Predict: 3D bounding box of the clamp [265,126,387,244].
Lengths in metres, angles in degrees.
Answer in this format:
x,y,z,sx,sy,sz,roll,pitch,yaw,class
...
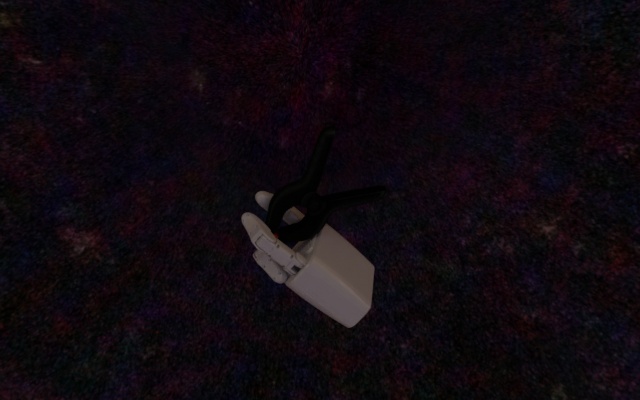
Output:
x,y,z,sx,sy,sz,roll,pitch,yaw,class
0.000,0.002,0.619,0.120,0.171,0.039,39,12,-13,clamp
